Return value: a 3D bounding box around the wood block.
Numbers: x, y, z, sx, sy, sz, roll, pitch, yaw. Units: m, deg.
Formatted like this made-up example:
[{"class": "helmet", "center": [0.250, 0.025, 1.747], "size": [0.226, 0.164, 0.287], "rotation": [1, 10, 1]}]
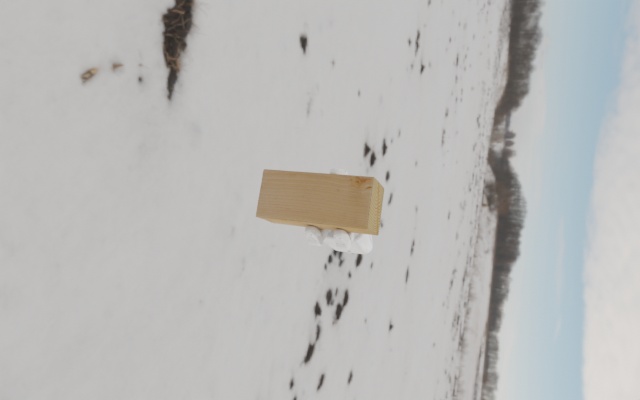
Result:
[{"class": "wood block", "center": [0.000, 0.003, 0.859], "size": [0.206, 0.091, 0.090], "rotation": [5, -9, 20]}]
